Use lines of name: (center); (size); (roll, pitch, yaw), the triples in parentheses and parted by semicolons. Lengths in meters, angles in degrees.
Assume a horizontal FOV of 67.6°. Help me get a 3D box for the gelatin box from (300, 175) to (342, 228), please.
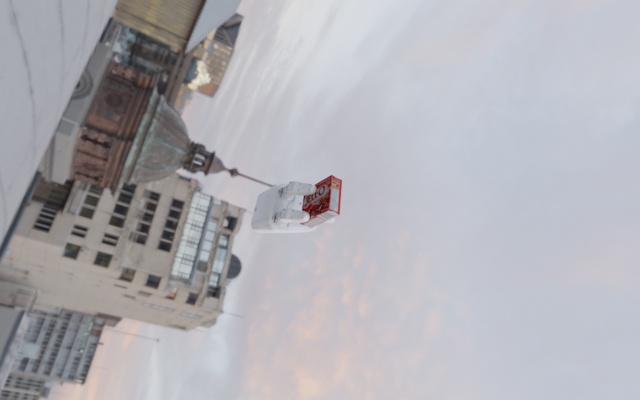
gelatin box: (0.001, 0.003, 0.884); (0.030, 0.073, 0.089); (24, -32, -31)
